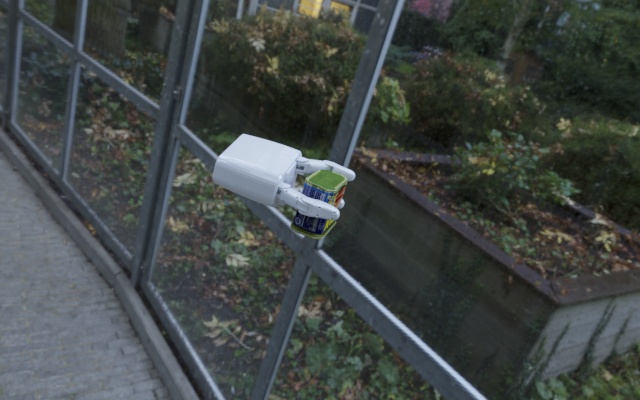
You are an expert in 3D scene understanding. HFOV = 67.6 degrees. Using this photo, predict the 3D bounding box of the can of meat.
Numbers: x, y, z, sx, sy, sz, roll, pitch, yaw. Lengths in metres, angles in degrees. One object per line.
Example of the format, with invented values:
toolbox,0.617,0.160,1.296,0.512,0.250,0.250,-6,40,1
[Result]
can of meat,0.000,0.002,0.764,0.057,0.084,0.102,21,21,12
